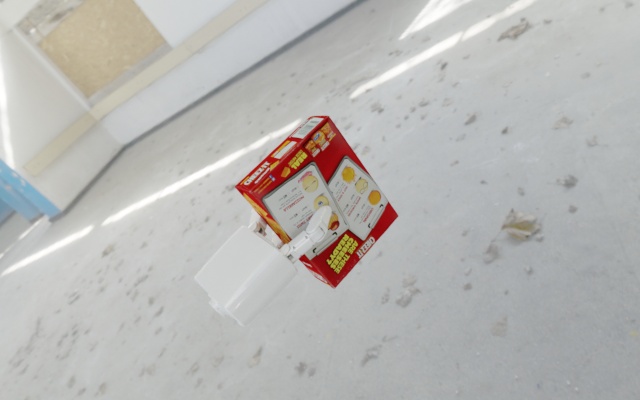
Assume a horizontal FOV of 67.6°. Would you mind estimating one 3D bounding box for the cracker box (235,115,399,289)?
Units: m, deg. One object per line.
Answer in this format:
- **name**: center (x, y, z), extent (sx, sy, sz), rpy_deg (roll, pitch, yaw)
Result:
- **cracker box**: center (0.000, 0.002, 0.737), extent (0.164, 0.214, 0.072), rpy_deg (-46, 28, -15)
